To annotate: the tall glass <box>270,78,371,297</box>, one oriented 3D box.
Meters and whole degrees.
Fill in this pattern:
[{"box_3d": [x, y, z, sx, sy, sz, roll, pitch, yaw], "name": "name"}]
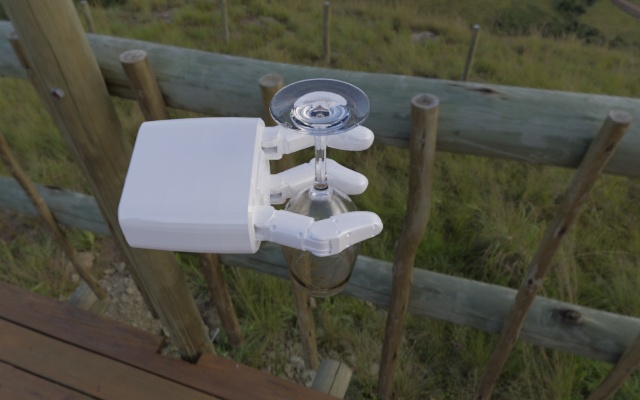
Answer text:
[{"box_3d": [0.000, 0.001, 0.418, 0.079, 0.201, 0.079, 0, 44, 0], "name": "tall glass"}]
